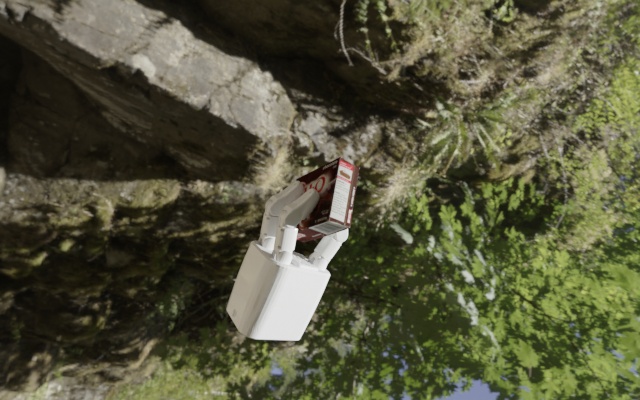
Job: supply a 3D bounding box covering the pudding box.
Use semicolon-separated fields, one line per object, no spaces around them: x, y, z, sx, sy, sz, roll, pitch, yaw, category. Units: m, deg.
0.000;0.002;0.642;0.039;0.090;0.113;23;-25;-30;pudding box
